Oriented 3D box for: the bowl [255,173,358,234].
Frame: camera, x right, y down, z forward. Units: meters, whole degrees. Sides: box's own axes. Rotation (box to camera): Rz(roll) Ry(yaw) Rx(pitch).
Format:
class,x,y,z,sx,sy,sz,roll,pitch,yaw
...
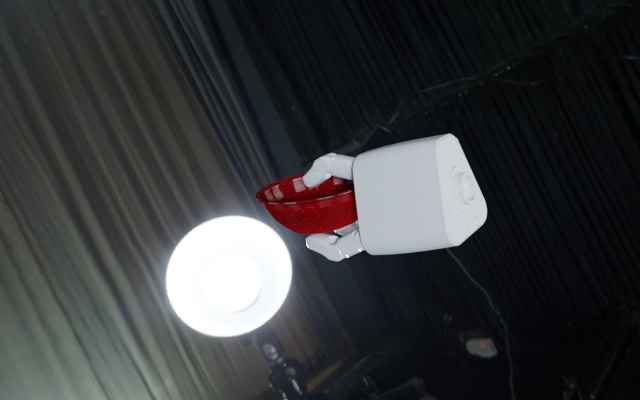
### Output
class,x,y,z,sx,sy,sz,roll,pitch,yaw
bowl,-0.001,0.002,0.620,0.162,0.055,0.162,-10,15,3
